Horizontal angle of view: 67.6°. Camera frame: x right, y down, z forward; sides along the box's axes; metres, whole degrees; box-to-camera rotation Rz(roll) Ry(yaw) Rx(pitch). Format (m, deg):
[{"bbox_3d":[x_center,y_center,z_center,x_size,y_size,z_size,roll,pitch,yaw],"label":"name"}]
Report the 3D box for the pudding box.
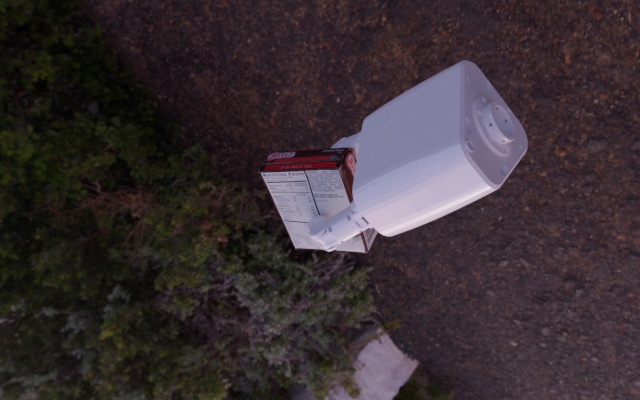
[{"bbox_3d":[0.000,0.002,0.482,0.090,0.114,0.039,1,40,28],"label":"pudding box"}]
